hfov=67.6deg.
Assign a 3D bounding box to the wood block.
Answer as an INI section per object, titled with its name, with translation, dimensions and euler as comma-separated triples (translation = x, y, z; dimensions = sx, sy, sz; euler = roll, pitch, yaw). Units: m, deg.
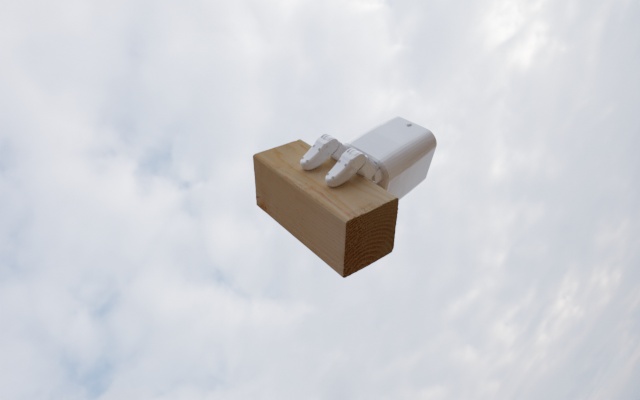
[wood block]
translation = 0.000, 0.002, 0.659
dimensions = 0.090, 0.091, 0.206
euler = -23, 40, -31
